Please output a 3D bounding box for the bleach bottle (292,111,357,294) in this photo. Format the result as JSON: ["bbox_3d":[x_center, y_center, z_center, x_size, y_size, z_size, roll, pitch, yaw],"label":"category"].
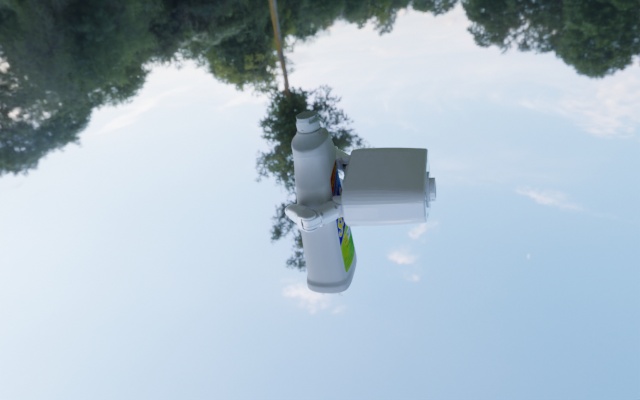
[{"bbox_3d":[0.000,0.002,0.668,0.068,0.251,0.102,-1,30,17],"label":"bleach bottle"}]
